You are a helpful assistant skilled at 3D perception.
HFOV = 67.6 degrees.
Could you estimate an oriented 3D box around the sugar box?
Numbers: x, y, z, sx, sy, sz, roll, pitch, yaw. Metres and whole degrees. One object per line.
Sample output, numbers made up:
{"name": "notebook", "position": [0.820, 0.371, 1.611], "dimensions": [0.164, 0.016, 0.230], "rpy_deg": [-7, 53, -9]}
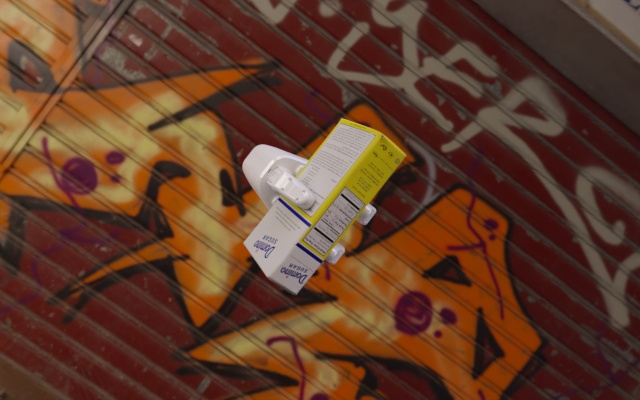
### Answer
{"name": "sugar box", "position": [0.000, 0.002, 0.493], "dimensions": [0.048, 0.176, 0.093], "rpy_deg": [36, 0, -29]}
